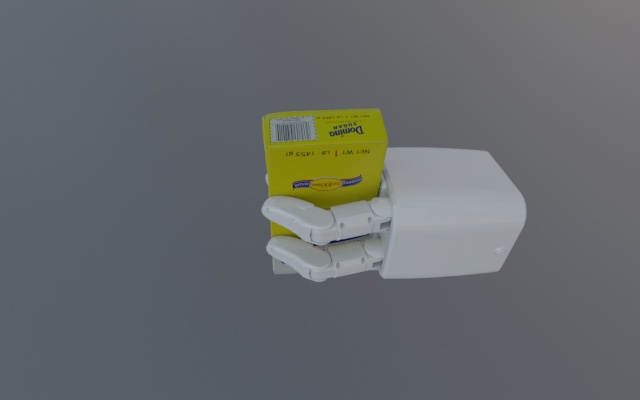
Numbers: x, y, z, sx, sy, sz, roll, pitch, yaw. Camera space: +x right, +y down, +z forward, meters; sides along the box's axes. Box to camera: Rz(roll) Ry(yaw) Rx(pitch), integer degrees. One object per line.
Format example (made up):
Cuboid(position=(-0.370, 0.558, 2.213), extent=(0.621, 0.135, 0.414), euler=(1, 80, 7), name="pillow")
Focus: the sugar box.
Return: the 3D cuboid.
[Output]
Cuboid(position=(0.000, 0.002, 0.421), extent=(0.093, 0.048, 0.176), euler=(-3, -42, -4), name="sugar box")
